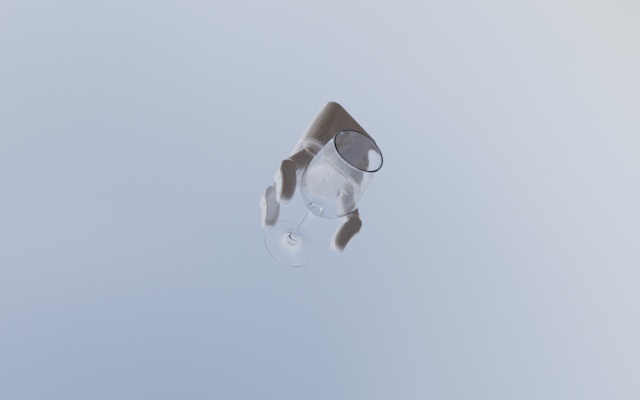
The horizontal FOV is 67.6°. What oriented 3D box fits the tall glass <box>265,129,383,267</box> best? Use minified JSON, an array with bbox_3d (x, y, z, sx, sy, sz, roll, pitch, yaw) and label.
[{"bbox_3d":[0.000,0.002,0.592,0.079,0.079,0.201,0,-35,-31],"label":"tall glass"}]
